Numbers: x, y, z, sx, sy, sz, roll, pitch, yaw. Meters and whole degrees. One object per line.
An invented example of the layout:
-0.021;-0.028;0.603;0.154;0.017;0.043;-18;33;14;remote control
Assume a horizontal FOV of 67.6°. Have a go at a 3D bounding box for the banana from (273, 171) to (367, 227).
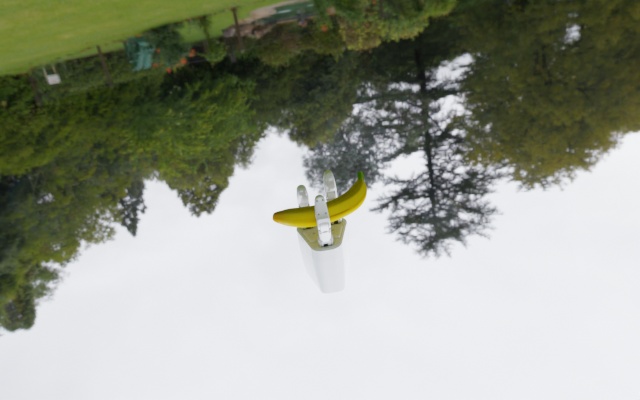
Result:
0.013;0.011;0.865;0.198;0.037;0.069;-25;43;-20;banana
